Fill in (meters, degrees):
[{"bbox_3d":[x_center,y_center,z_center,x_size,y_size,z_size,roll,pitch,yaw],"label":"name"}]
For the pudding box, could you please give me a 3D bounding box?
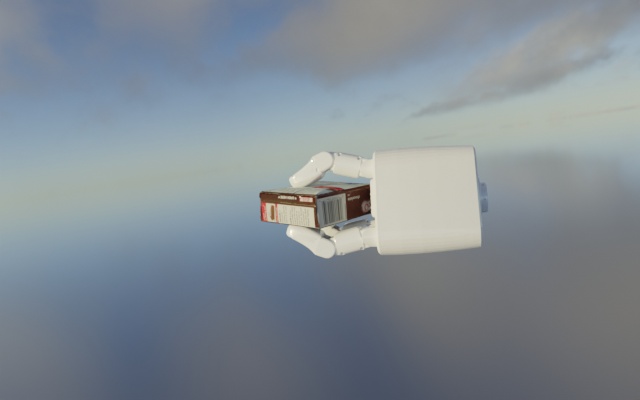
[{"bbox_3d":[0.000,0.002,0.551,0.090,0.039,0.113,4,9,41],"label":"pudding box"}]
